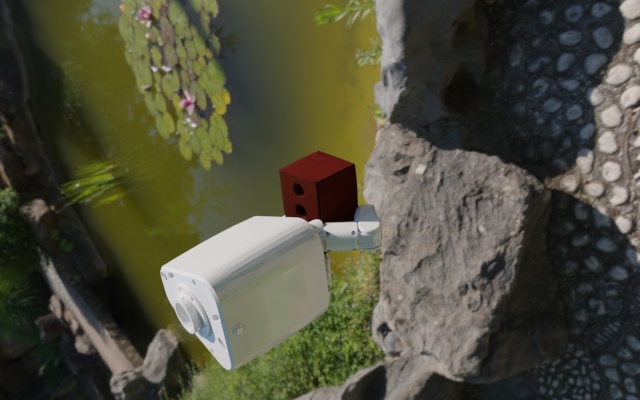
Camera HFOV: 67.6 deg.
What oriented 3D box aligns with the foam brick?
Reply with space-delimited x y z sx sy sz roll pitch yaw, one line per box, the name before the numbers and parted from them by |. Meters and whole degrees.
foam brick | 0.000 0.001 0.454 0.051 0.078 0.053 -26 33 -35
